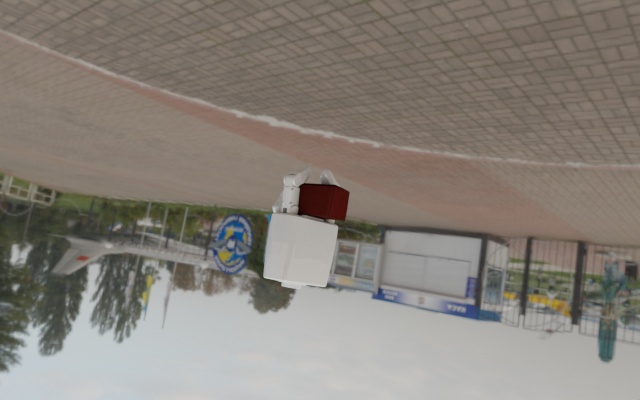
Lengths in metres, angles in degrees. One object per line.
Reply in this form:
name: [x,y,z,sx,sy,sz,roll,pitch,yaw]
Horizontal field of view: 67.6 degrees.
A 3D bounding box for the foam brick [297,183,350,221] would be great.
foam brick: [0.000,0.002,0.779,0.078,0.051,0.053,4,-10,34]
